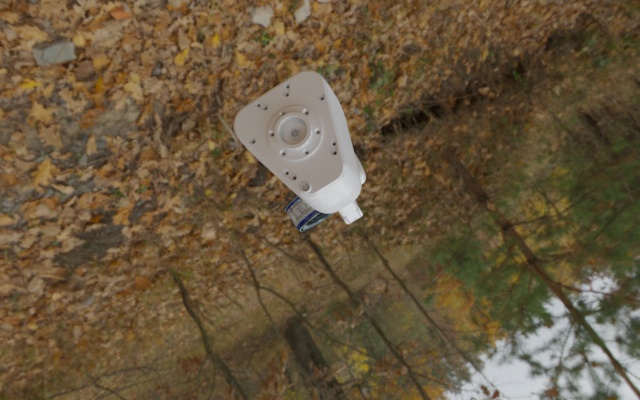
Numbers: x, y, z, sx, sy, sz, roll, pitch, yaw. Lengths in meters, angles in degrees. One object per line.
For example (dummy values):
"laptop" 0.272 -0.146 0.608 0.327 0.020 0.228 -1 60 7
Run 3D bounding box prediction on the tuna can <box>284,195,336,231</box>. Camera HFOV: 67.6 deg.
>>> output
"tuna can" 0.000 0.002 0.588 0.086 0.033 0.086 -33 -9 -6
